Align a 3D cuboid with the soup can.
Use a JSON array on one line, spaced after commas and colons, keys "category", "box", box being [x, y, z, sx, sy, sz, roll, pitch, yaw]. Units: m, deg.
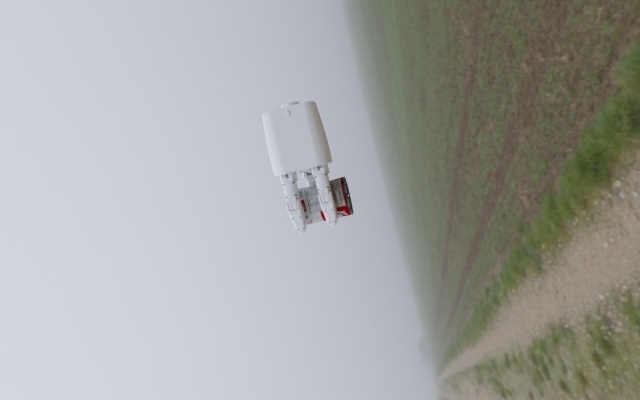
[{"category": "soup can", "box": [0.000, 0.003, 0.828, 0.102, 0.068, 0.068, -13, -2, 7]}]
